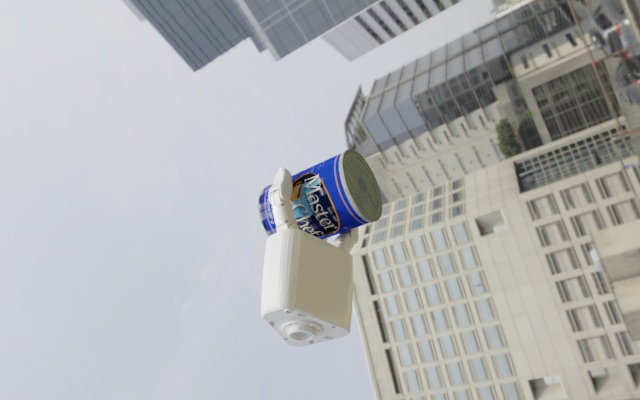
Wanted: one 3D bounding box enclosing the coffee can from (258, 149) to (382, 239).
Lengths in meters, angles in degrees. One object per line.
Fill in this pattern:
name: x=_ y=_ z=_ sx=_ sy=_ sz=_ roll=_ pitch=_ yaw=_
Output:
coffee can: x=0.000 y=0.002 z=0.664 sx=0.140 sy=0.103 sz=0.103 roll=-22 pitch=-11 yaw=27
